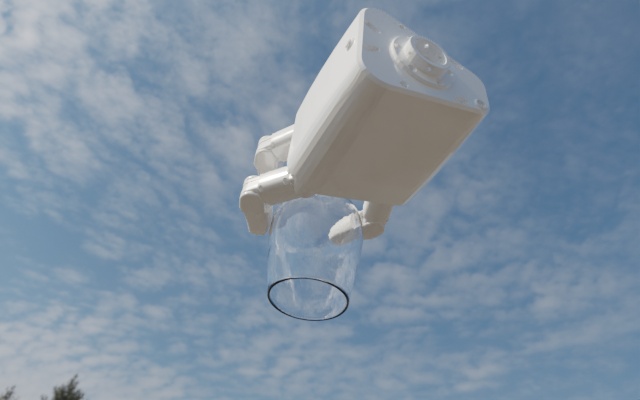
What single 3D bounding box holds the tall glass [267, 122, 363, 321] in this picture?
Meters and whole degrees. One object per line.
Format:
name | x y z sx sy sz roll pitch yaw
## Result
tall glass | 0.000 0.001 0.422 0.079 0.200 0.079 4 -42 4
